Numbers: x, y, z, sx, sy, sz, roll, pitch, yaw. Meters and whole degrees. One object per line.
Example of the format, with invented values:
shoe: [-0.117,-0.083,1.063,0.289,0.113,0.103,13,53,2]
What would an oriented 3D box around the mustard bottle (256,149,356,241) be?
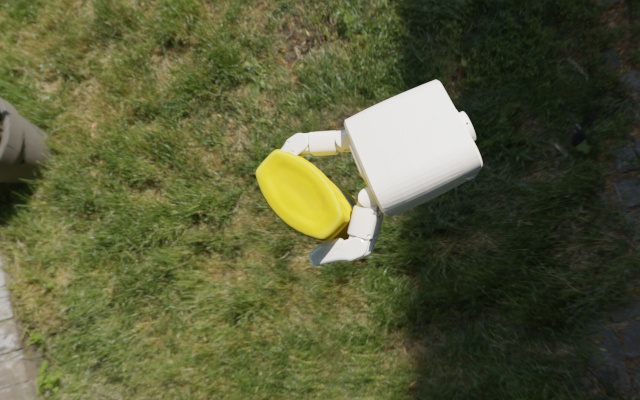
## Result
mustard bottle: [0.000,0.002,0.524,0.096,0.058,0.191,43,5,13]
